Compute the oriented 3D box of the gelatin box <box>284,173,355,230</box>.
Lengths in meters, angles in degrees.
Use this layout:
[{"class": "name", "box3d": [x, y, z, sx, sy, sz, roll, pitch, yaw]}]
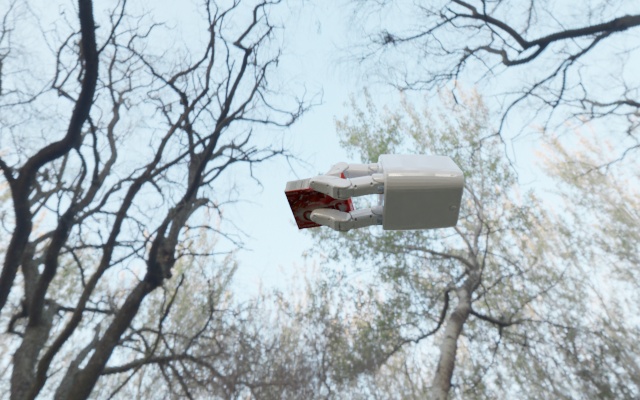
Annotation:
[{"class": "gelatin box", "box3d": [0.000, 0.002, 0.696, 0.089, 0.073, 0.030, -8, 36, 14]}]
